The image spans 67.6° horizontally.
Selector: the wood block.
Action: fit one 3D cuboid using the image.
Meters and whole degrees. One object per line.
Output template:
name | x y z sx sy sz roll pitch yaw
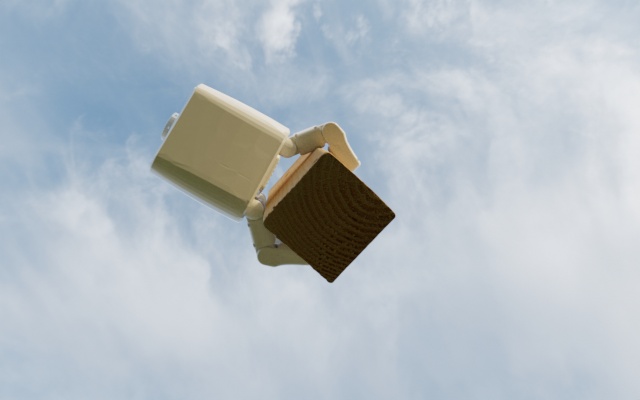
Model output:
wood block | 0.000 0.001 0.530 0.090 0.091 0.206 42 3 -9
